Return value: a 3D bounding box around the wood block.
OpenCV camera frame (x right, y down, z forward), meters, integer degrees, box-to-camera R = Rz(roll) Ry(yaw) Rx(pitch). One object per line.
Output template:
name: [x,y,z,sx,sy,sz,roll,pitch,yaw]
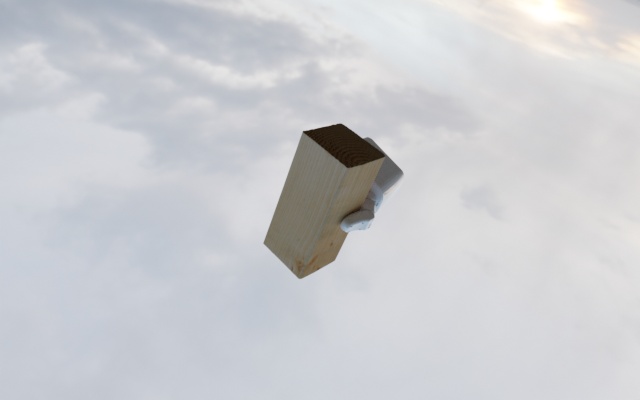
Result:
wood block: [0.001,0.002,0.702,0.090,0.206,0.090,40,37,25]
